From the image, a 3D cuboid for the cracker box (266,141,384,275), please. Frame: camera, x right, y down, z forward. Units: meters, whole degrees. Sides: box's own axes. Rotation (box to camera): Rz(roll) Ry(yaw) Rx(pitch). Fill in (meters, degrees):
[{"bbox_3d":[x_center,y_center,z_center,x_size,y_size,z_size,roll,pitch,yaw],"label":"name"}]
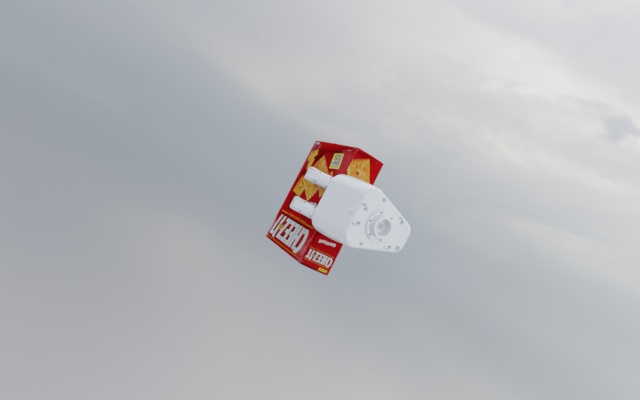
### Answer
[{"bbox_3d":[0.000,0.003,0.856,0.072,0.213,0.164,29,-2,-29],"label":"cracker box"}]
